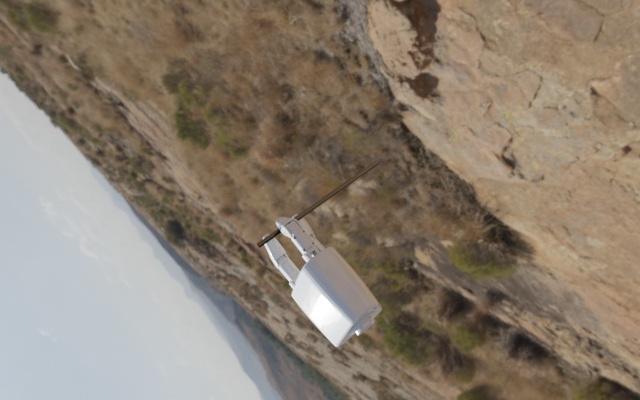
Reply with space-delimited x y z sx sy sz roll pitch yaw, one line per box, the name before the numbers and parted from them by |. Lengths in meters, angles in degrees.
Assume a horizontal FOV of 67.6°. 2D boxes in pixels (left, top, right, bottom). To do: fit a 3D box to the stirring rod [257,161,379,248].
stirring rod | 0.000 0.002 0.755 0.239 0.011 0.011 -35 12 -18
